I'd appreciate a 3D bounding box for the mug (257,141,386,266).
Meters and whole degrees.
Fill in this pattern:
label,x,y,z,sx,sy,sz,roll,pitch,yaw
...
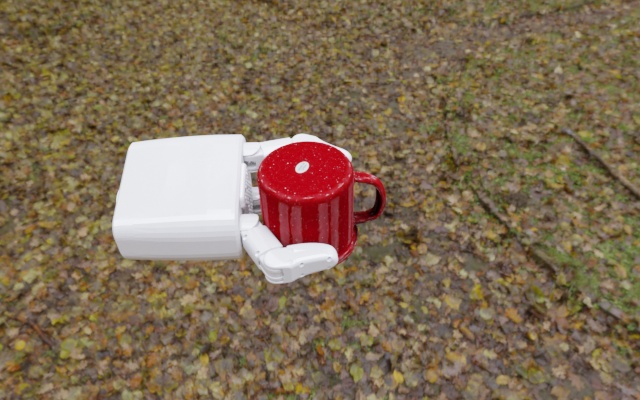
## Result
label,x,y,z,sx,sy,sz,roll,pitch,yaw
mug,0.002,0.001,0.422,0.117,0.082,0.093,-3,43,-2
